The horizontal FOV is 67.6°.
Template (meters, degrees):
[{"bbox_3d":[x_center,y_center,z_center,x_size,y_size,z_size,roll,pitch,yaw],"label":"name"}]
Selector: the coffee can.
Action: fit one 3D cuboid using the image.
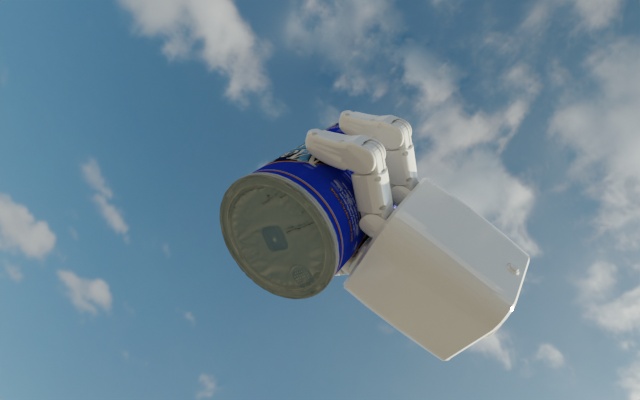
[{"bbox_3d":[0.000,0.001,0.402,0.103,0.103,0.140,0,24,33],"label":"coffee can"}]
